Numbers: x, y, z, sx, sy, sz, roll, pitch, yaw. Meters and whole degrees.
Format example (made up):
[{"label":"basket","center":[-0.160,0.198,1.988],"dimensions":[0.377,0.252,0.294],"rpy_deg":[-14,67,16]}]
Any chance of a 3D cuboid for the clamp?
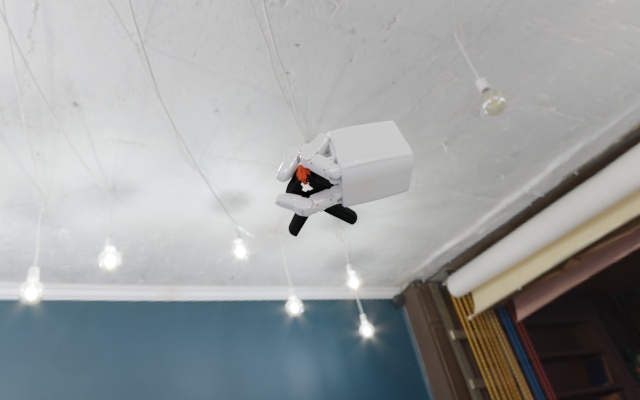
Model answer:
[{"label":"clamp","center":[0.000,0.002,0.770],"dimensions":[0.120,0.039,0.172],"rpy_deg":[-12,-32,-4]}]
